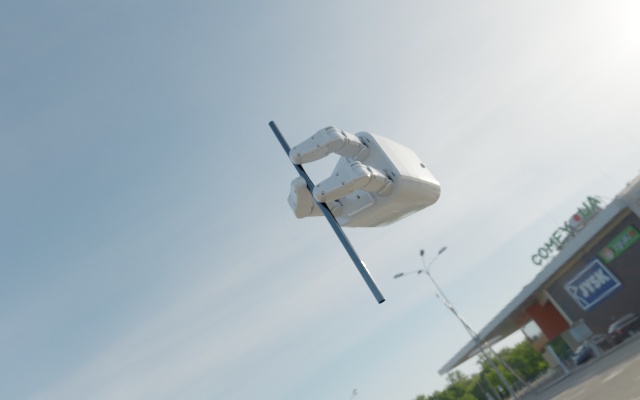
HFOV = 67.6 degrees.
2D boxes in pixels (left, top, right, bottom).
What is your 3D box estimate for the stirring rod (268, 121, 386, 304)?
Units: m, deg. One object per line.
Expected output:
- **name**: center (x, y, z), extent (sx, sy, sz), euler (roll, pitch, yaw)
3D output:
- **stirring rod**: center (0.000, 0.002, 0.489), extent (0.011, 0.239, 0.011), euler (-24, -29, -14)
